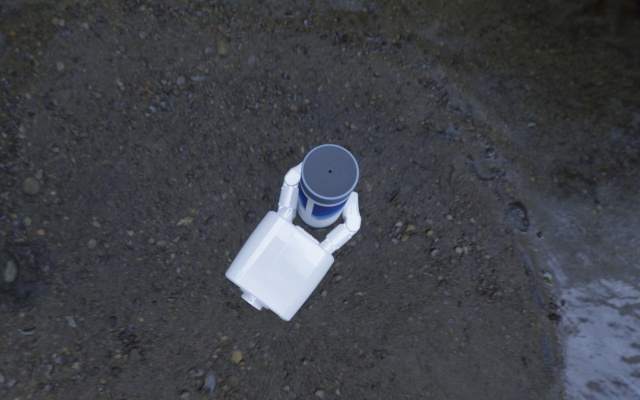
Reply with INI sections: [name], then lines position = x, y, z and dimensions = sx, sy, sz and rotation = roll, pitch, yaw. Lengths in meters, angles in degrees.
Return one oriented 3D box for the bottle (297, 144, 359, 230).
[bottle]
position = 0.000, 0.002, 0.684
dimensions = 0.069, 0.069, 0.296
rotation = 0, -14, -4
